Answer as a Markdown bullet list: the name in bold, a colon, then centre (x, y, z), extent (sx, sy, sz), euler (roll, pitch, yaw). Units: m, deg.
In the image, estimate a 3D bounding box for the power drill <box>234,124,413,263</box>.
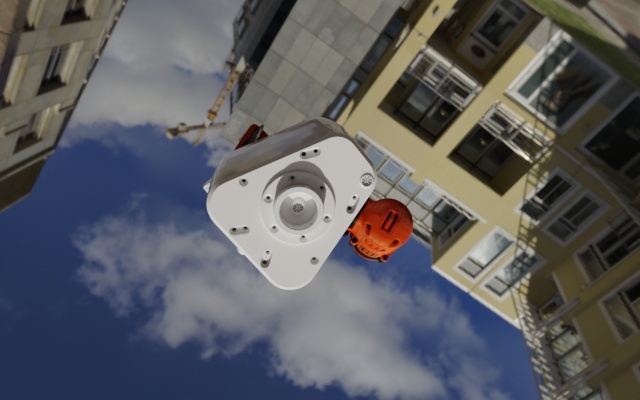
- **power drill**: centre (0.000, 0.001, 0.502), extent (0.187, 0.057, 0.184), euler (28, -12, 4)
